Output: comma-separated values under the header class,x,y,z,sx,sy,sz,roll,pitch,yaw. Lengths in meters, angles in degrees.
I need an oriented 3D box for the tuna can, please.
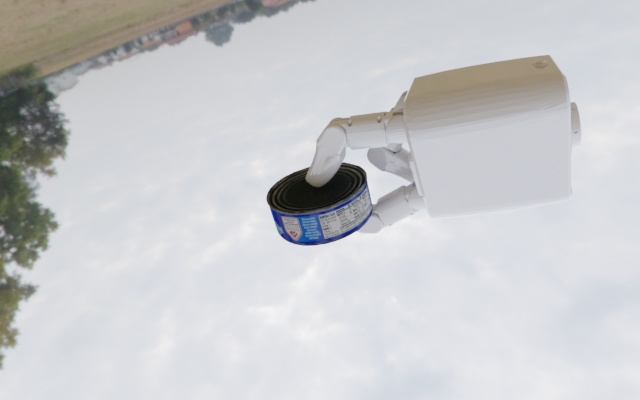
class,x,y,z,sx,sy,sz,roll,pitch,yaw
tuna can,0.000,0.002,0.403,0.086,0.034,0.086,-12,27,6
